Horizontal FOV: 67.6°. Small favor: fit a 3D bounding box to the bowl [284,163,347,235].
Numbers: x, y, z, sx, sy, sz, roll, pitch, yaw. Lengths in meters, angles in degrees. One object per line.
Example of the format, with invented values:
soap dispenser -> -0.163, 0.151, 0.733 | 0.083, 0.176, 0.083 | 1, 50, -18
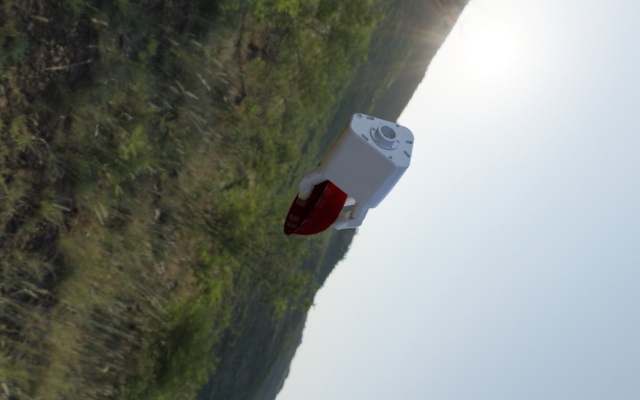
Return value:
bowl -> 0.000, 0.003, 0.845 | 0.055, 0.162, 0.162 | 32, -9, -16
